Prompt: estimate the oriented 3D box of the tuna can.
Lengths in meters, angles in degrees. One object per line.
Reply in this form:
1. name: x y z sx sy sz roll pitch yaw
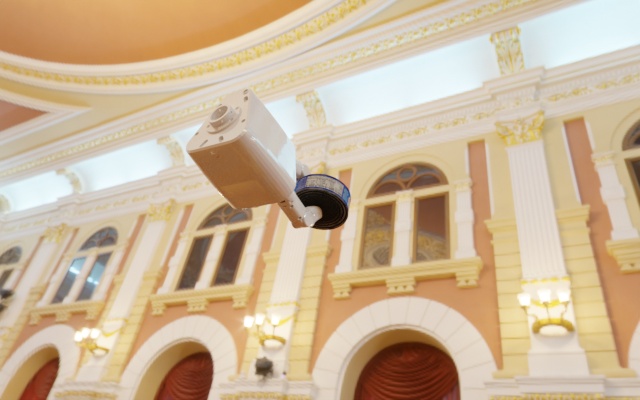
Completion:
1. tuna can: 0.000 0.002 0.682 0.086 0.033 0.086 8 -42 7
